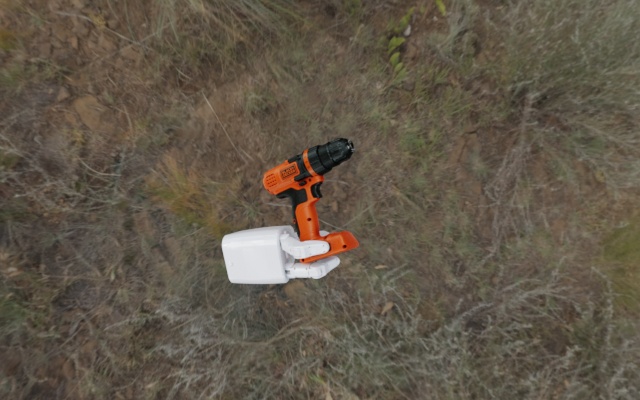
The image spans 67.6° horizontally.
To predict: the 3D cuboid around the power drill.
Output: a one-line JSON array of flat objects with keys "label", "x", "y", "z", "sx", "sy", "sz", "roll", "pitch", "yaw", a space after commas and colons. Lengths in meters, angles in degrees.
[{"label": "power drill", "x": 0.000, "y": 0.003, "z": 0.824, "sx": 0.184, "sy": 0.187, "sz": 0.057, "roll": -23, "pitch": -9, "yaw": 30}]
